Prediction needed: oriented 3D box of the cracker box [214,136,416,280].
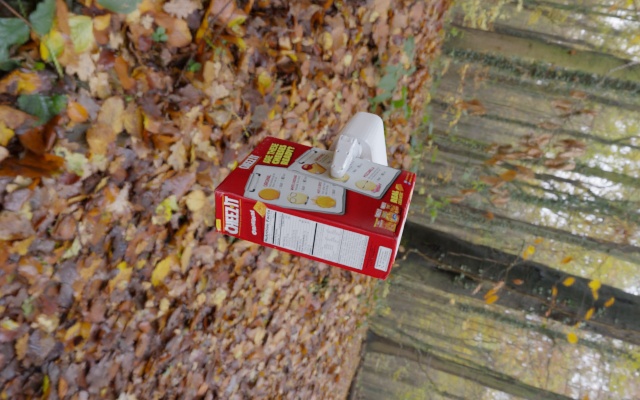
[{"bbox_3d":[0.000,0.002,0.598,0.213,0.072,0.164,14,33,10],"label":"cracker box"}]
